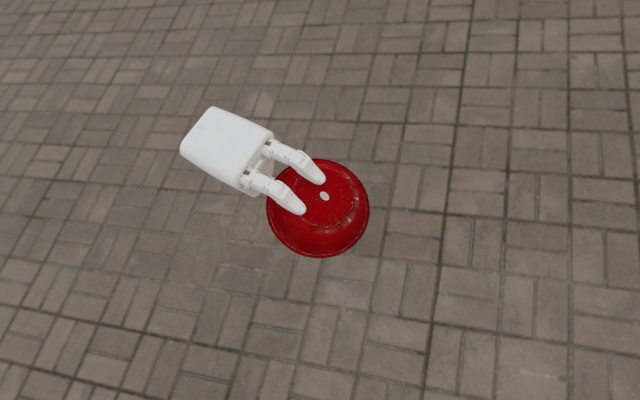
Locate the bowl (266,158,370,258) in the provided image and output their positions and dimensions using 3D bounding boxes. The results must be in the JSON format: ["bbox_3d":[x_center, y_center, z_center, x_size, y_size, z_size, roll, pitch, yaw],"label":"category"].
[{"bbox_3d":[0.001,0.003,0.712,0.162,0.162,0.055,0,-18,-8],"label":"bowl"}]
